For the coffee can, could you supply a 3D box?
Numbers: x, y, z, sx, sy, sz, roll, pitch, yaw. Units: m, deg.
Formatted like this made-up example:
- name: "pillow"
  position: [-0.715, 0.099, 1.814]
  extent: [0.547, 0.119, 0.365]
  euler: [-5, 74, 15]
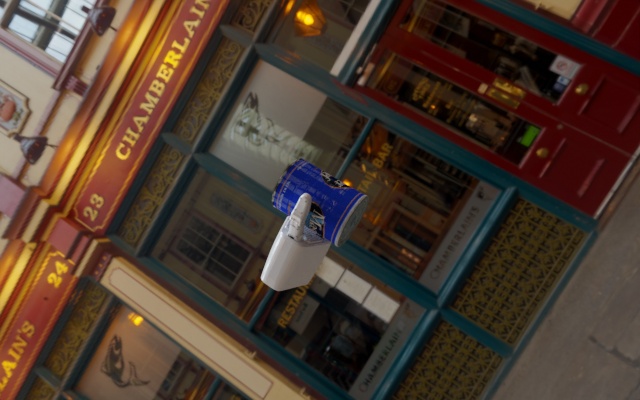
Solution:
- name: "coffee can"
  position: [0.000, 0.003, 0.846]
  extent: [0.140, 0.103, 0.103]
  euler: [31, 8, 14]
